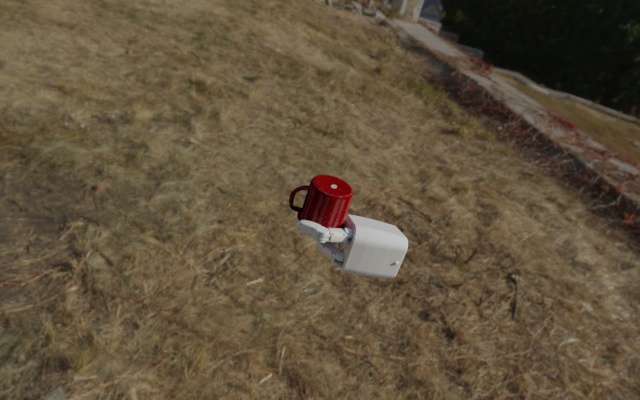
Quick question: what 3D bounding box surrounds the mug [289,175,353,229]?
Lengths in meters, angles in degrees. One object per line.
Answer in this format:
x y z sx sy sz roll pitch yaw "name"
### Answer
-0.001 0.002 0.883 0.117 0.081 0.093 12 29 -11 "mug"
